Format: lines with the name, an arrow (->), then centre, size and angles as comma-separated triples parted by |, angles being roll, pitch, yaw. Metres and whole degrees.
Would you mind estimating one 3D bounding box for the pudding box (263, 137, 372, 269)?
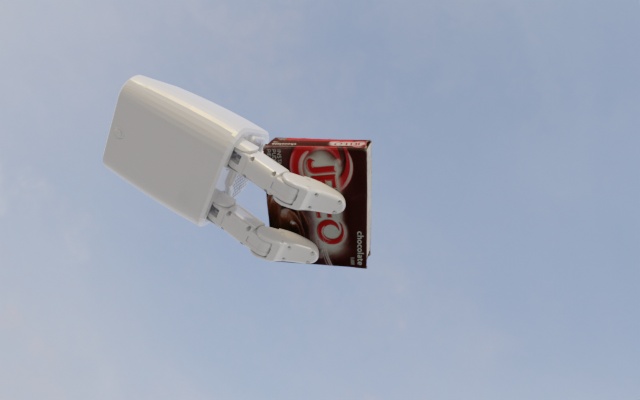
pudding box -> 0.000, 0.001, 0.427 | 0.090, 0.113, 0.039 | 3, 22, 15
